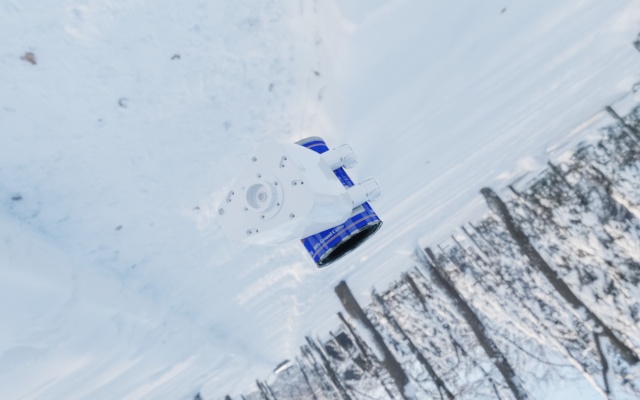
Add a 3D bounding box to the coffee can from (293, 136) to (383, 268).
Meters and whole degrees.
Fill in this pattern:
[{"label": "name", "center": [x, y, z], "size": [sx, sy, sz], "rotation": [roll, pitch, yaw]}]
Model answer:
[{"label": "coffee can", "center": [0.000, 0.002, 0.626], "size": [0.103, 0.140, 0.103], "rotation": [-32, -16, -10]}]
